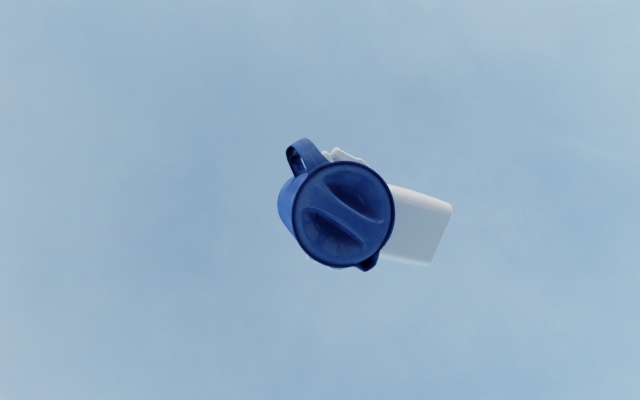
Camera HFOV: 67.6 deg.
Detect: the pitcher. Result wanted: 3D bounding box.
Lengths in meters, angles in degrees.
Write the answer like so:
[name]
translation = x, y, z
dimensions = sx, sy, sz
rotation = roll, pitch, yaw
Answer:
[pitcher]
translation = 0.000, 0.002, 0.694
dimensions = 0.145, 0.149, 0.243
rotation = 14, 0, -14
